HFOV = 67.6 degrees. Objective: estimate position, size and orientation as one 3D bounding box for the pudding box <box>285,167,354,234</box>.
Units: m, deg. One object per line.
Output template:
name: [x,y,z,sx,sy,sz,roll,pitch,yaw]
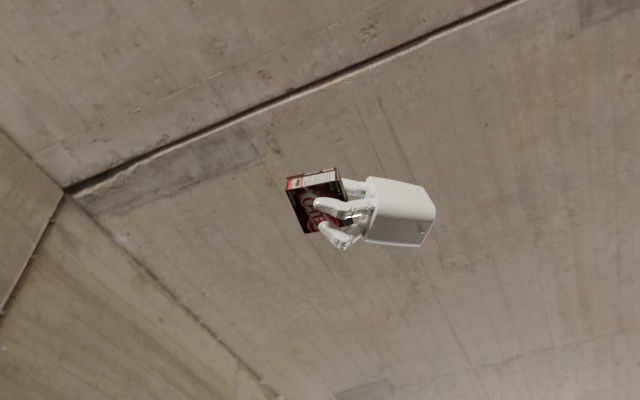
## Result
pudding box: [0.000,0.002,0.802,0.090,0.114,0.039,-12,41,11]
